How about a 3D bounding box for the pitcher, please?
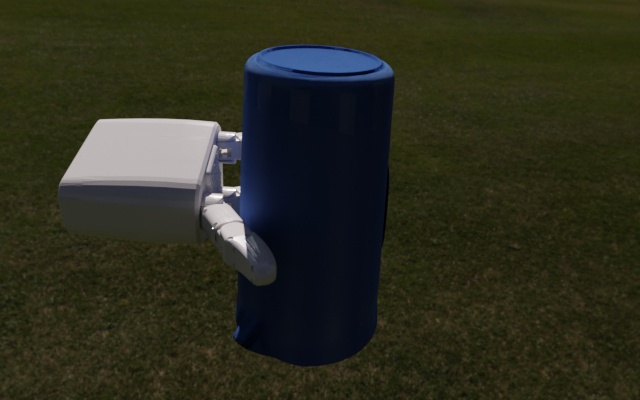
[{"bbox_3d":[0.000,0.001,0.403,0.145,0.243,0.149,2,29,-3],"label":"pitcher"}]
